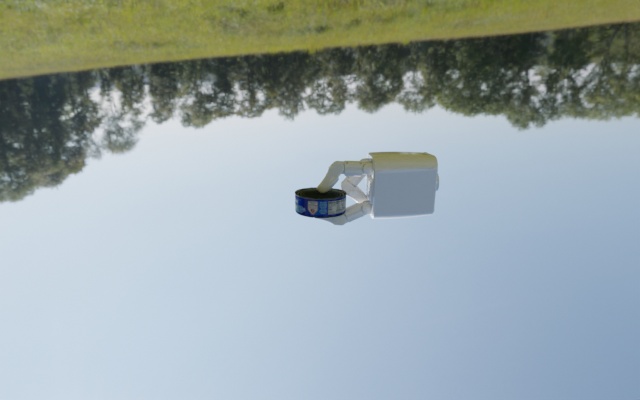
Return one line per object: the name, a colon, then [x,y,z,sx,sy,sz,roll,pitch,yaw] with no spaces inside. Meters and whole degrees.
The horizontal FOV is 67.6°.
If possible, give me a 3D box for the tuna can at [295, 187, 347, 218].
tuna can: [0.000,0.003,0.789,0.086,0.034,0.086,1,13,0]
